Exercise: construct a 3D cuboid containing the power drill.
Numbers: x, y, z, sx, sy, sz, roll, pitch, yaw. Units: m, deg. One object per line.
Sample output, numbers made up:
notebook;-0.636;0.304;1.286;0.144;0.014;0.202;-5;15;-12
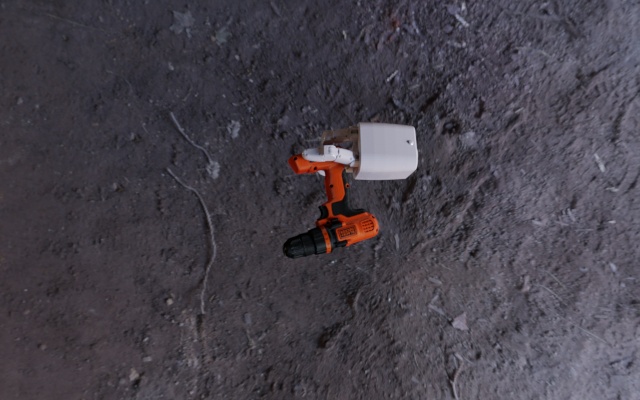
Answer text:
power drill;0.000;0.002;0.884;0.184;0.187;0.057;-15;-2;-16
